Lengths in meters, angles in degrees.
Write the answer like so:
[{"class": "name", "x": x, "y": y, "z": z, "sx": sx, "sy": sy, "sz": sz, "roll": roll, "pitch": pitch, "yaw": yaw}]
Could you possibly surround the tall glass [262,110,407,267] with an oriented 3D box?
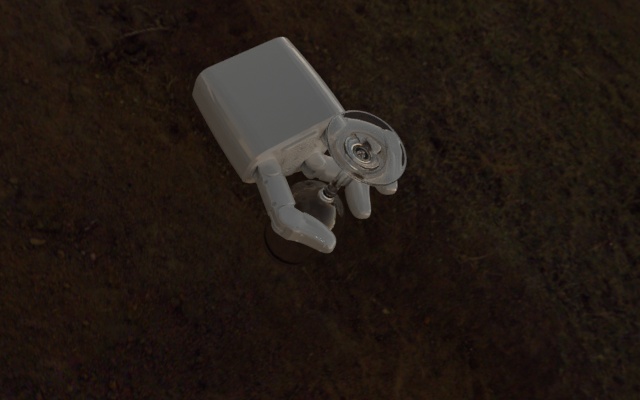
[{"class": "tall glass", "x": 0.000, "y": 0.001, "z": 0.471, "sx": 0.079, "sy": 0.079, "sz": 0.201, "roll": 0, "pitch": -28, "yaw": -26}]
